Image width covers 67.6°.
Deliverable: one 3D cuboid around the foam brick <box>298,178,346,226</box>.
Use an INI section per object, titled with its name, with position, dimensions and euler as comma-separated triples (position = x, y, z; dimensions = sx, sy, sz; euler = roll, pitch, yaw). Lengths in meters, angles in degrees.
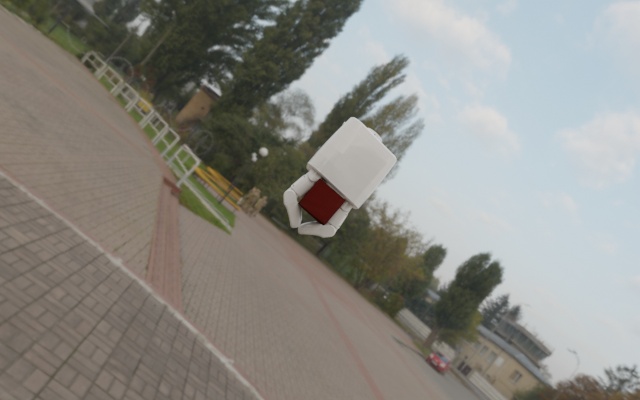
[foam brick]
position = 0.000, 0.003, 0.744
dimensions = 0.053, 0.051, 0.078
euler = 42, -3, -3
